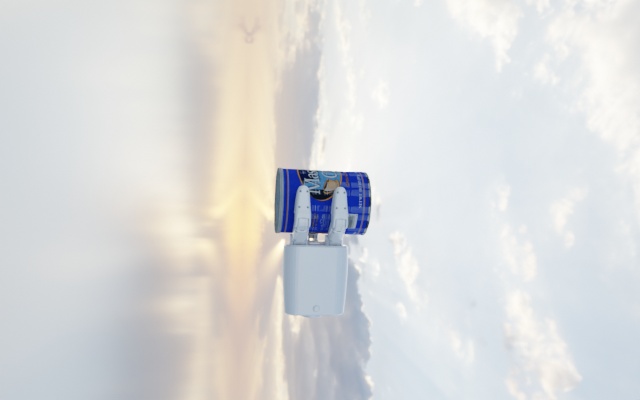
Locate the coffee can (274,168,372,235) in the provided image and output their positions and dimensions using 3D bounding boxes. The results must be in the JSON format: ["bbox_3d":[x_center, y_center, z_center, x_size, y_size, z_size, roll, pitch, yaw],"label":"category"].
[{"bbox_3d":[0.000,0.002,0.755,0.140,0.103,0.103,2,0,-9],"label":"coffee can"}]
